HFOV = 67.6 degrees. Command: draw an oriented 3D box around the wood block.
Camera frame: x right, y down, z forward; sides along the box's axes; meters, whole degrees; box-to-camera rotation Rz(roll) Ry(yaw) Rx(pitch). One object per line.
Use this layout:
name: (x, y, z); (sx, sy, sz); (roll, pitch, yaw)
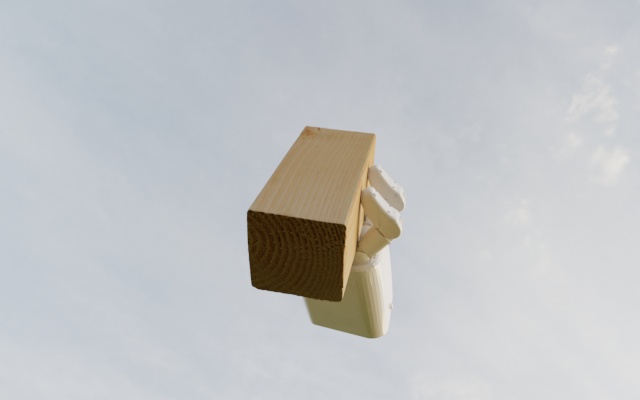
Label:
wood block: (0.000, 0.002, 0.512); (0.091, 0.090, 0.206); (7, 31, 10)
